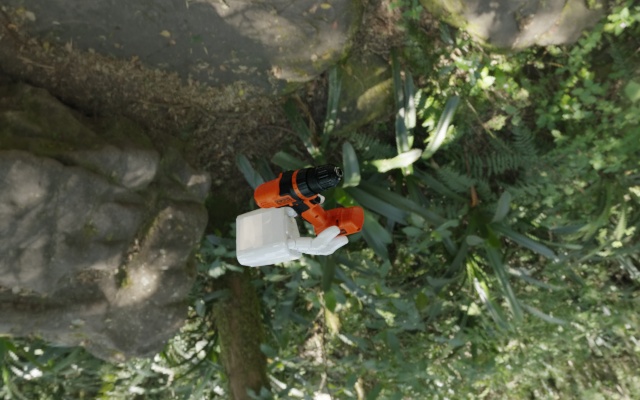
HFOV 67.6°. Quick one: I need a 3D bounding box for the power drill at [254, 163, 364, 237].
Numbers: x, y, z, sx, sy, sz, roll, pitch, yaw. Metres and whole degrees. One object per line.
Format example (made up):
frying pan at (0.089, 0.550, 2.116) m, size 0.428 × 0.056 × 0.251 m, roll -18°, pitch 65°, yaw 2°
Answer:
power drill at (0.000, 0.003, 0.879) m, size 0.184 × 0.057 × 0.188 m, roll -14°, pitch -36°, yaw 35°
